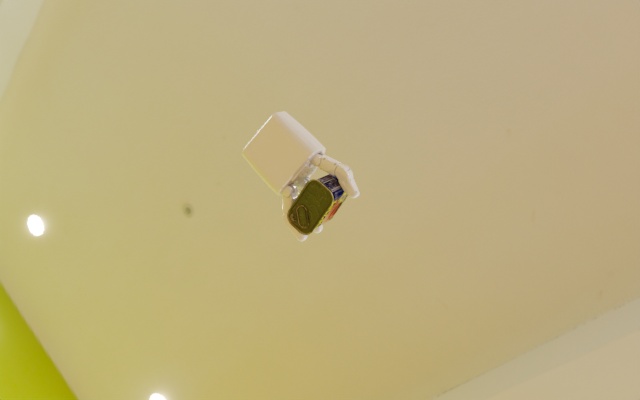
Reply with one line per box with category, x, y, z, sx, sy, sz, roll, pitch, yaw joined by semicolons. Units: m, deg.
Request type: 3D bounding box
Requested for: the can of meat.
can of meat;0.000;0.003;0.842;0.057;0.102;0.084;42;30;13
